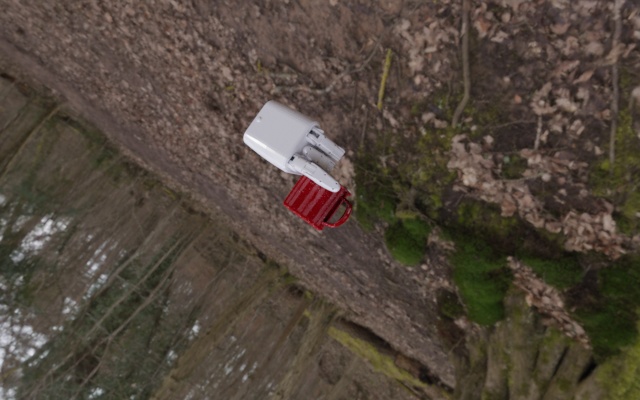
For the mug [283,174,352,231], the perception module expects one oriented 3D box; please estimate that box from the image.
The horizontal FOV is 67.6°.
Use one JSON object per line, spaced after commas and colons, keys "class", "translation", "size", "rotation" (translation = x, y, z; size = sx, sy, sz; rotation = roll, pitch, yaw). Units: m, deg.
{"class": "mug", "translation": [0.001, 0.004, 0.799], "size": [0.117, 0.081, 0.093], "rotation": [34, -4, 29]}
